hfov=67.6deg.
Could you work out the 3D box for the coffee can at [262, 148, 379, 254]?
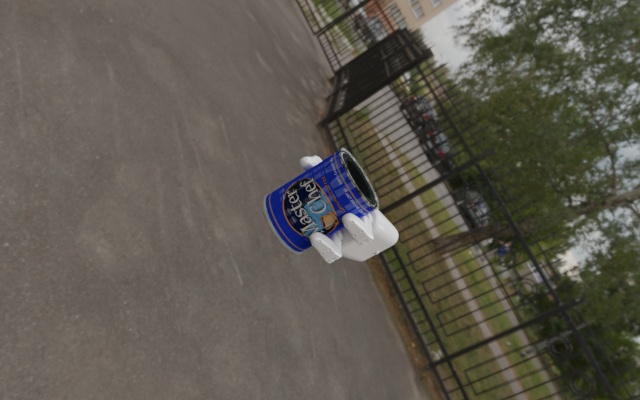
[{"bbox_3d":[0.000,0.002,0.704,0.140,0.103,0.103,-31,-10,17],"label":"coffee can"}]
